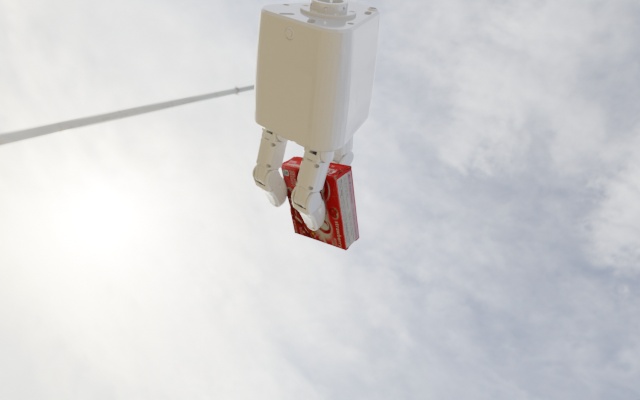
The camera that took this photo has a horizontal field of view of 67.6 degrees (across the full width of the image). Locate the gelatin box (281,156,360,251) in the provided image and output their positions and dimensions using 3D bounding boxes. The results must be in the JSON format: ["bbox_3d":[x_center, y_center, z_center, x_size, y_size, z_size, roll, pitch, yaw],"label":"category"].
[{"bbox_3d":[0.000,0.002,0.504,0.073,0.089,0.030,15,37,37],"label":"gelatin box"}]
